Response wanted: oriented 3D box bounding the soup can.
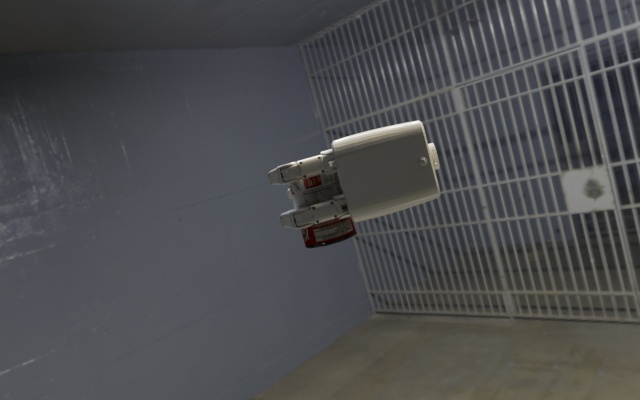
[{"bbox_3d":[0.000,0.002,0.604,0.068,0.102,0.068,-15,4,1],"label":"soup can"}]
